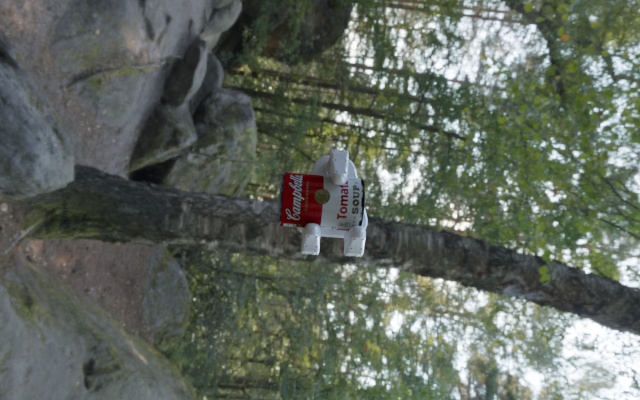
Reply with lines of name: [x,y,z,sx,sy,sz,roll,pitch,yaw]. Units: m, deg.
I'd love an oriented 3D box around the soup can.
soup can: [0.000,0.002,0.592,0.102,0.068,0.068,4,0,-3]
